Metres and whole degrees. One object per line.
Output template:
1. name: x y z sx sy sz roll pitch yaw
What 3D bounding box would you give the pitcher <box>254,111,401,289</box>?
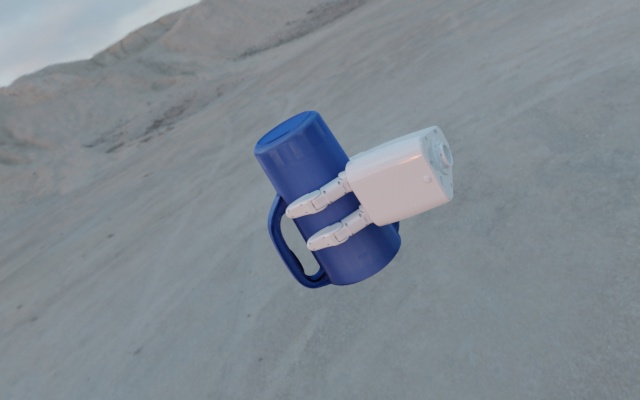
1. pitcher: 0.000 0.002 0.701 0.145 0.243 0.149 -20 22 31
